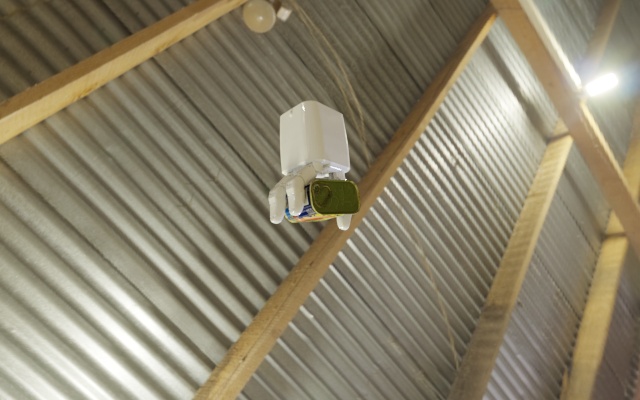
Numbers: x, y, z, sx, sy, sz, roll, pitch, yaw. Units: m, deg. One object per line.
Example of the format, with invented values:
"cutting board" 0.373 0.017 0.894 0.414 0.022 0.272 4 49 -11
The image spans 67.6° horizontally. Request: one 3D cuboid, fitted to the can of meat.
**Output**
"can of meat" 0.000 0.003 0.788 0.102 0.057 0.084 -1 -11 -39
